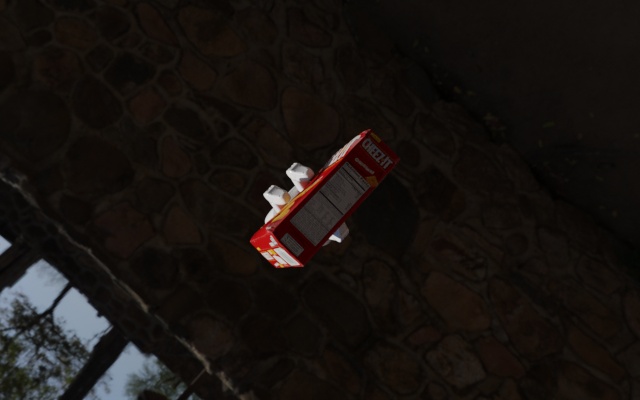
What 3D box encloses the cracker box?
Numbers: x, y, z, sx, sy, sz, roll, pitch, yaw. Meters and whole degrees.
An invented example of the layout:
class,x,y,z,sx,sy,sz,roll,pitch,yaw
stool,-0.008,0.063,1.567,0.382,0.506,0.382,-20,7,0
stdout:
class,x,y,z,sx,sy,sz,roll,pitch,yaw
cracker box,0.000,0.003,0.721,0.213,0.072,0.164,-47,7,-18
